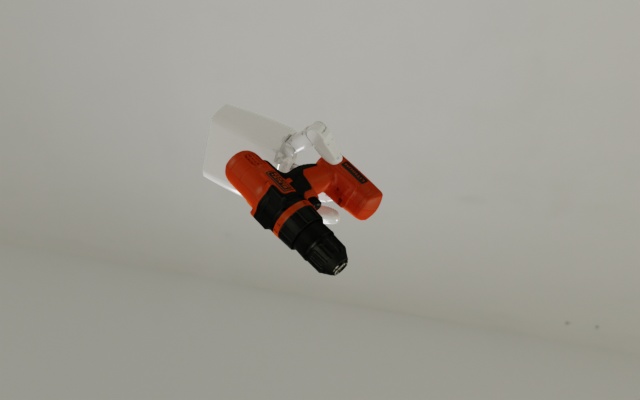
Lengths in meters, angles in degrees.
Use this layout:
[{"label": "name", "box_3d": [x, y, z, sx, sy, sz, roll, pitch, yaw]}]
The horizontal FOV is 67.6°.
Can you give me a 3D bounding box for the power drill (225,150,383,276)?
[{"label": "power drill", "box_3d": [0.000, 0.002, 0.585, 0.184, 0.057, 0.187, 46, 29, 20]}]
